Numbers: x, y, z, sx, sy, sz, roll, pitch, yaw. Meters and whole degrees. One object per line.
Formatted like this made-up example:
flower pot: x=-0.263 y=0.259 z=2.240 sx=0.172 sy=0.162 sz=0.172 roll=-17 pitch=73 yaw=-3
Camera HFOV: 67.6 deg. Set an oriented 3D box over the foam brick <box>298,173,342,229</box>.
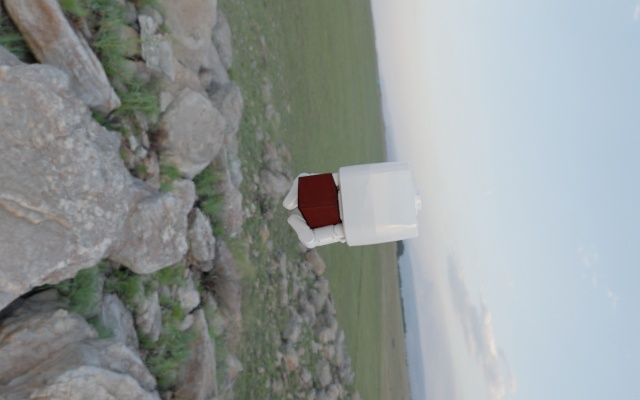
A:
foam brick: x=0.000 y=0.002 z=0.697 sx=0.051 sy=0.053 sz=0.078 roll=-6 pitch=-27 yaw=10
